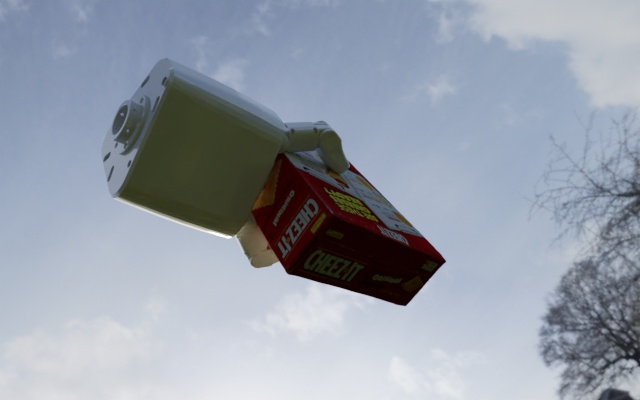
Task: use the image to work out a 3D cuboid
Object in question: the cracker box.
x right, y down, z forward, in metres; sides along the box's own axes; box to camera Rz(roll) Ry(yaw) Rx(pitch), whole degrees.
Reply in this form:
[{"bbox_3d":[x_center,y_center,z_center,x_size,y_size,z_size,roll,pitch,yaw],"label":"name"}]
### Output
[{"bbox_3d":[0.000,0.001,0.485,0.164,0.072,0.213,23,20,-40],"label":"cracker box"}]
